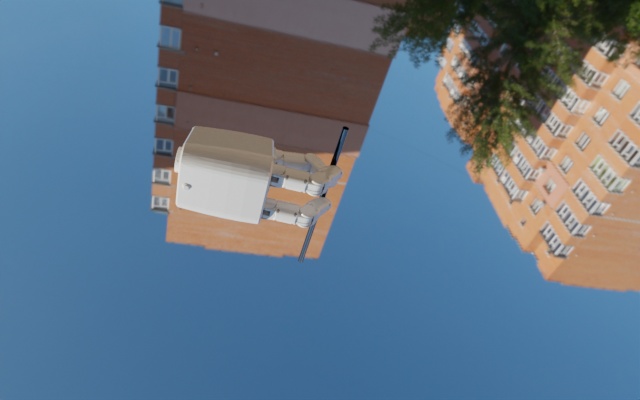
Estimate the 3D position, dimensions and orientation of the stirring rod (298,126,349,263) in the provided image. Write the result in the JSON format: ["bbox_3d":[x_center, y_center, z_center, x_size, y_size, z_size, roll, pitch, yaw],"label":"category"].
[{"bbox_3d":[0.000,0.002,0.650,0.011,0.240,0.011,11,39,-9],"label":"stirring rod"}]
